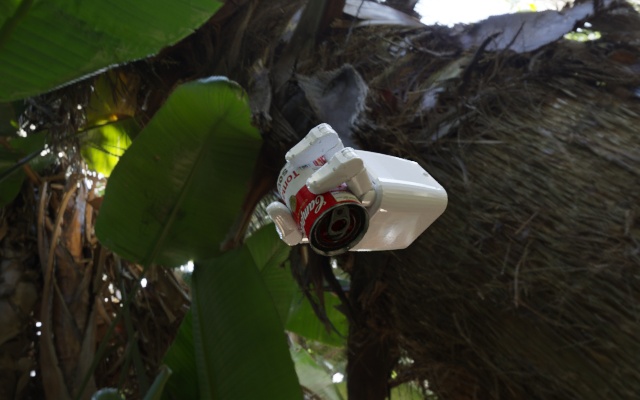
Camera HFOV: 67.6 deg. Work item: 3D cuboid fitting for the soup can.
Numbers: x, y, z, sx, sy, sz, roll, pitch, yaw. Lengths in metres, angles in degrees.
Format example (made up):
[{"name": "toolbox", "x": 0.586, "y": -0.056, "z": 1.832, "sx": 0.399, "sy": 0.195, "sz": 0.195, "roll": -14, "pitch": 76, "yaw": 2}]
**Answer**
[{"name": "soup can", "x": -0.001, "y": 0.002, "z": 0.520, "sx": 0.068, "sy": 0.068, "sz": 0.102, "roll": 0, "pitch": 35, "yaw": -30}]
